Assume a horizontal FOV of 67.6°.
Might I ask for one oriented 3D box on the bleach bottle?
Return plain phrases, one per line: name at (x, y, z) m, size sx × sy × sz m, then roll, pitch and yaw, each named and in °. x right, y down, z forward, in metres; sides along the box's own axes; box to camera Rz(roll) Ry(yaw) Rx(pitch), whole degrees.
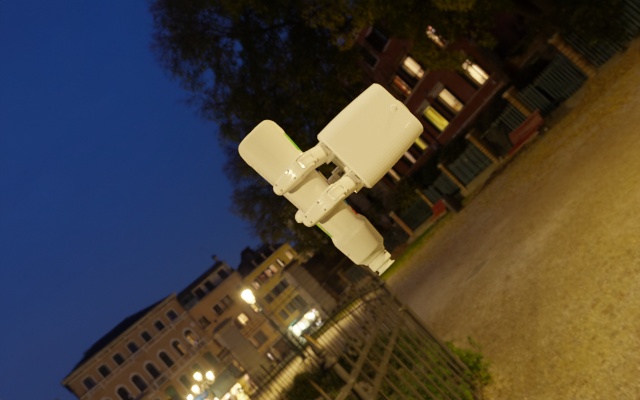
bleach bottle at (0.000, 0.002, 0.653) m, size 0.251 × 0.068 × 0.102 m, roll 45°, pitch 0°, yaw 8°
